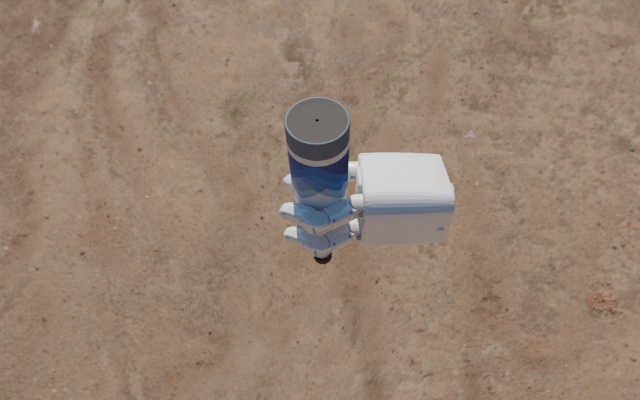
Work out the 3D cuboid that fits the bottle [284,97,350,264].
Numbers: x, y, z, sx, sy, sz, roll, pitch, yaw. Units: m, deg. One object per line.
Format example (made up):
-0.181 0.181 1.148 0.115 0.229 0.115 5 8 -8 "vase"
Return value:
0.000 0.002 0.598 0.069 0.069 0.296 0 -34 2 "bottle"
